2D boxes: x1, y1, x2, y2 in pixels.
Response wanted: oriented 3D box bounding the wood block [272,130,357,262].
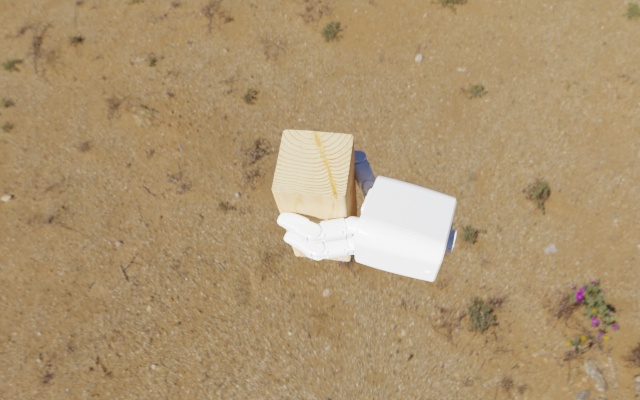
[{"bbox_3d":[0.001,0.002,0.657,0.090,0.090,0.206,5,-28,8],"label":"wood block"}]
